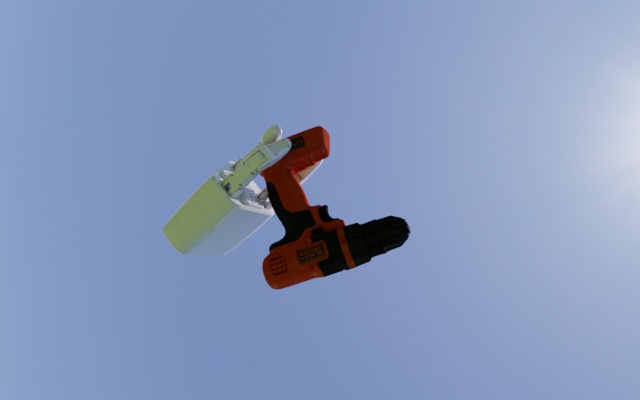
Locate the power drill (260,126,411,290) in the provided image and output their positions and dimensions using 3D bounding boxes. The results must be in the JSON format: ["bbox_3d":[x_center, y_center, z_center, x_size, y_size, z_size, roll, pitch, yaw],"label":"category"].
[{"bbox_3d":[0.000,0.002,0.602,0.184,0.187,0.057,-19,-25,5],"label":"power drill"}]
